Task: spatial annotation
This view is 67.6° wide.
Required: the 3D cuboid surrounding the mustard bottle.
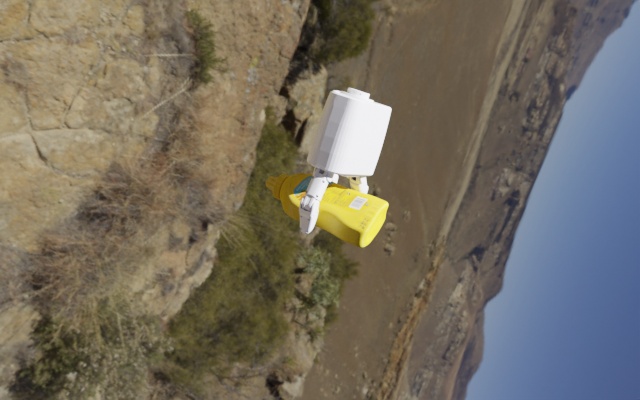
[{"bbox_3d":[0.000,0.003,0.735,0.191,0.058,0.096,22,38,19],"label":"mustard bottle"}]
